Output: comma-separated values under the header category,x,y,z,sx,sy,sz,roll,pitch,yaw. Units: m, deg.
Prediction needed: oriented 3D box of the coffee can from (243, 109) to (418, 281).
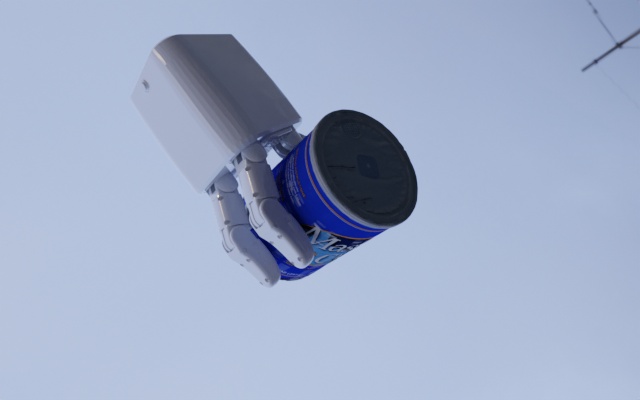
category,x,y,z,sx,sy,sz,roll,pitch,yaw
coffee can,0.000,0.001,0.421,0.103,0.102,0.140,0,-25,-37
